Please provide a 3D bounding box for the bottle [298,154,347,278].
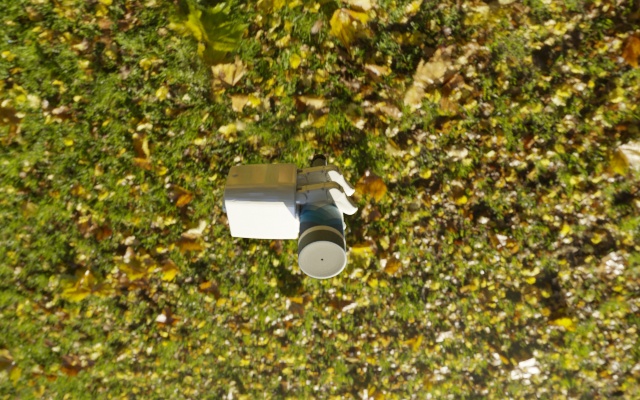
[{"bbox_3d":[0.000,0.003,0.767,0.069,0.069,0.295,0,32,-1],"label":"bottle"}]
